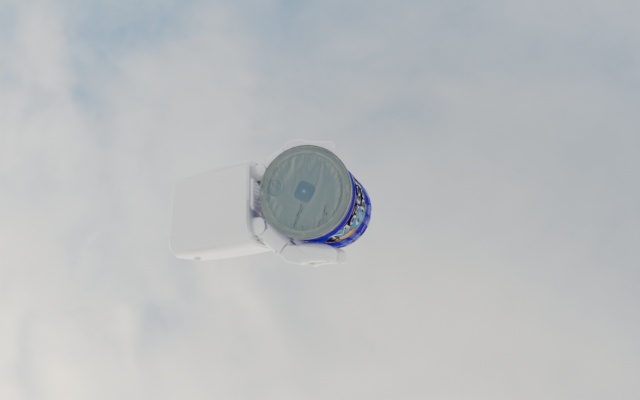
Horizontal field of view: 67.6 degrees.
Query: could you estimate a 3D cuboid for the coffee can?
[{"bbox_3d":[0.000,0.002,0.572,0.103,0.103,0.140,0,-10,15],"label":"coffee can"}]
